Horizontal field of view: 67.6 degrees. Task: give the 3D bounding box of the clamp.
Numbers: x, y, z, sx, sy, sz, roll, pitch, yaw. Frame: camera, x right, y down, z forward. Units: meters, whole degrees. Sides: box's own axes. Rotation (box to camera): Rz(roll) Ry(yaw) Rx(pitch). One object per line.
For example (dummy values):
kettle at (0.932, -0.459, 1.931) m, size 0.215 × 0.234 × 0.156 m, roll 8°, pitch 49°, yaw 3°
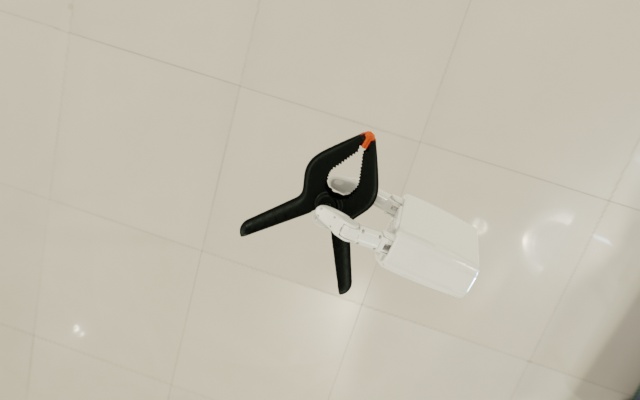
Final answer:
clamp at (0.000, 0.002, 0.602) m, size 0.164 × 0.210 × 0.036 m, roll 24°, pitch 18°, yaw -1°
